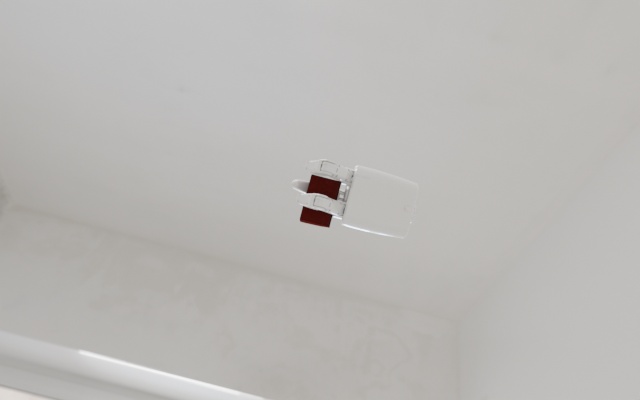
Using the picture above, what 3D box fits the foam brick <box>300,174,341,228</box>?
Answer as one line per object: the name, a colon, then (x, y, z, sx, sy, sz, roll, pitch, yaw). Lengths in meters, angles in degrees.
foam brick: (0.000, 0.003, 0.784, 0.051, 0.078, 0.053, 15, -5, 1)
